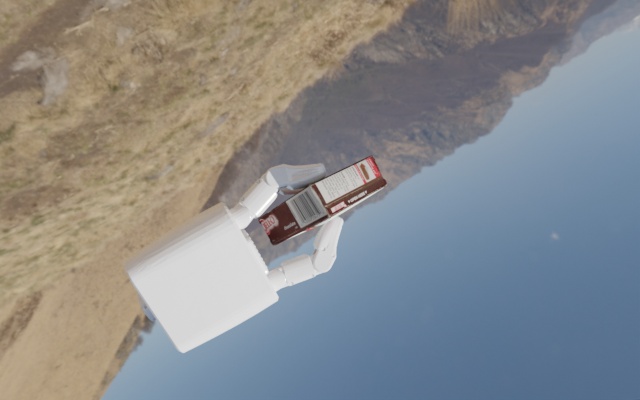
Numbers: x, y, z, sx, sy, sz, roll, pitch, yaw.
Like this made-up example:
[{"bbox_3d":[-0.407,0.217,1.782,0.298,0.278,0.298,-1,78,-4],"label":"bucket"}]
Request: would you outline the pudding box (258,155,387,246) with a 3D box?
[{"bbox_3d":[0.000,0.002,0.495,0.090,0.039,0.113,-29,1,-39],"label":"pudding box"}]
